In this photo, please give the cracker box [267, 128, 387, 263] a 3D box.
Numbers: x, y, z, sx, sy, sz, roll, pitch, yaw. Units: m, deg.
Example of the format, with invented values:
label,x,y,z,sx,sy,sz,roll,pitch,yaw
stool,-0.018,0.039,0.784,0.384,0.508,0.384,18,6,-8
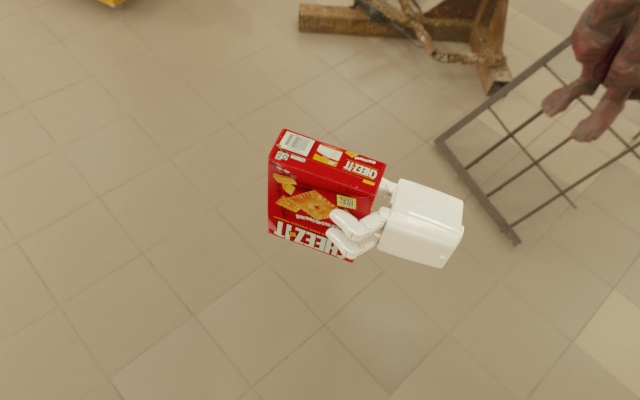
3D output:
label,x,y,z,sx,sy,sz,roll,pitch,yaw
cracker box,0.000,0.002,0.760,0.164,0.072,0.214,20,-34,7
